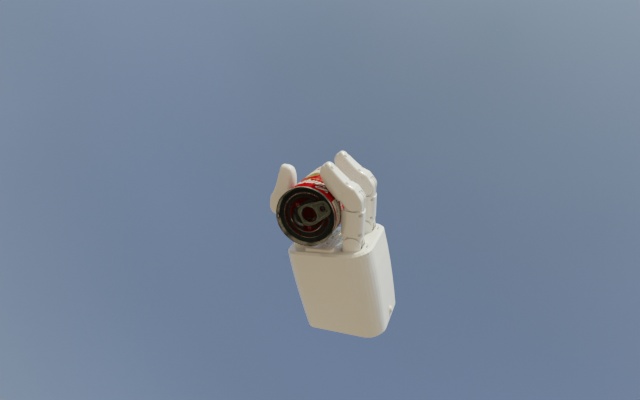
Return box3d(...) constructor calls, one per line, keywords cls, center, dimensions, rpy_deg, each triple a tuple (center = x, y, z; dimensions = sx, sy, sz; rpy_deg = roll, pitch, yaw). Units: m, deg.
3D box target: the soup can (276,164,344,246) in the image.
box3d(cls="soup can", center=(0.000, 0.001, 0.553), dimensions=(0.068, 0.068, 0.102), rpy_deg=(0, 19, 20))
